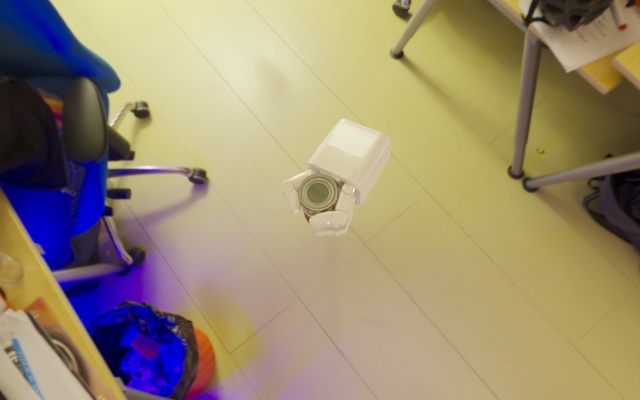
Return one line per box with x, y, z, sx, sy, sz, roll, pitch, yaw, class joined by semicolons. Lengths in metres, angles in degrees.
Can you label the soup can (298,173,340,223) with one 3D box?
0.000;0.003;0.815;0.068;0.068;0.102;0;-19;4;soup can
